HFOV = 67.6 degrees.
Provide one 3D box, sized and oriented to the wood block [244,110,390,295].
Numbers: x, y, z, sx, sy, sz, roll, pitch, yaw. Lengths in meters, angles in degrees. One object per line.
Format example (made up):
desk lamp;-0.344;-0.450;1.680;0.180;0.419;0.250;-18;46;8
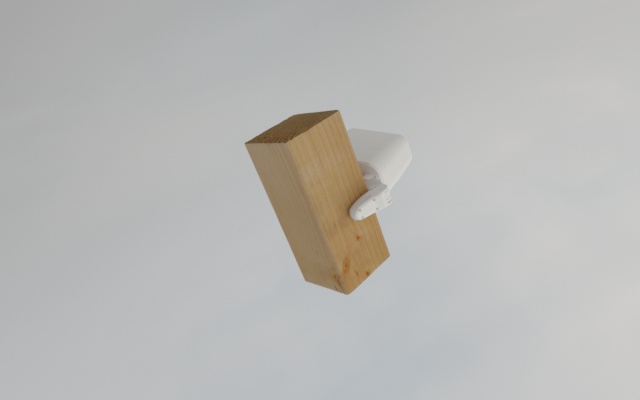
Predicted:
wood block;0.001;0.002;0.599;0.090;0.206;0.091;-36;26;-32
